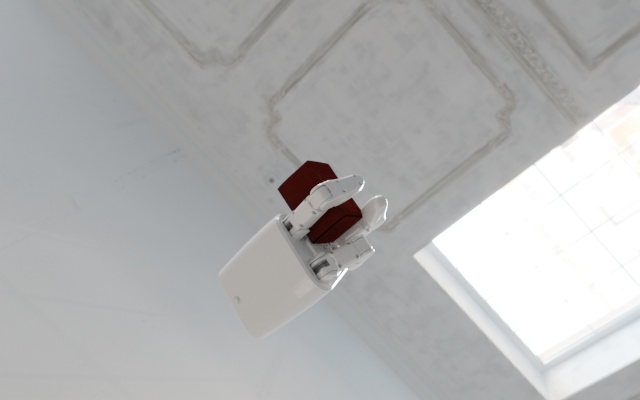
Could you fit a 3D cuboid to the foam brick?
[{"bbox_3d":[0.000,0.001,0.532,0.051,0.078,0.053,-41,-20,21],"label":"foam brick"}]
